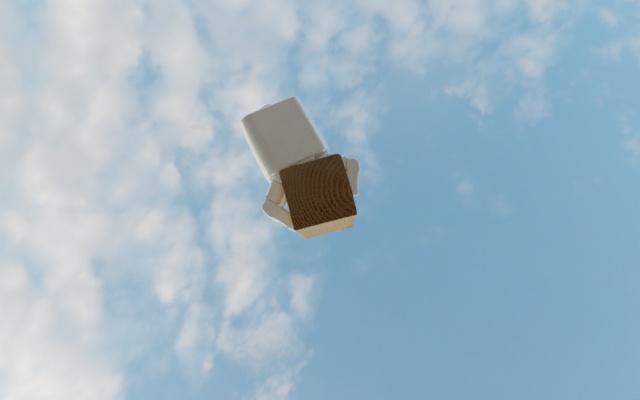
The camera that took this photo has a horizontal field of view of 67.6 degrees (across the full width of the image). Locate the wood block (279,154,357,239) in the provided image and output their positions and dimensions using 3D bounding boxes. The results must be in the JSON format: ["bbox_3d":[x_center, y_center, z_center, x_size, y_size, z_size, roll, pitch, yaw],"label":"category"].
[{"bbox_3d":[0.000,0.002,0.745,0.091,0.090,0.206,-16,-8,0],"label":"wood block"}]
